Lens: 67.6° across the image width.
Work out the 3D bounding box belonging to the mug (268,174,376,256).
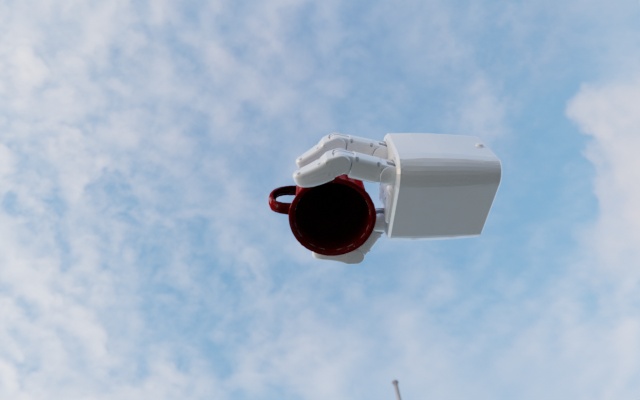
[{"bbox_3d":[-0.001,0.002,0.540,0.117,0.093,0.081,2,25,-2],"label":"mug"}]
